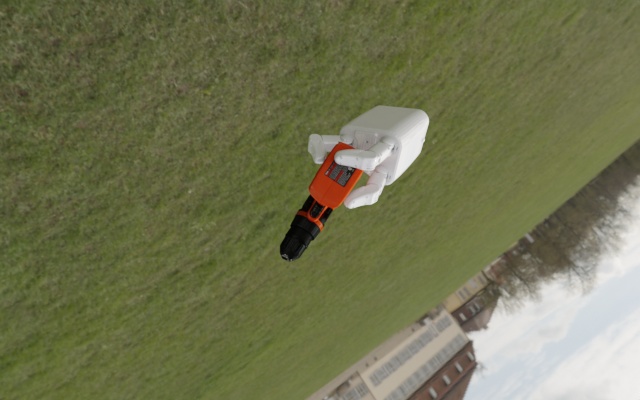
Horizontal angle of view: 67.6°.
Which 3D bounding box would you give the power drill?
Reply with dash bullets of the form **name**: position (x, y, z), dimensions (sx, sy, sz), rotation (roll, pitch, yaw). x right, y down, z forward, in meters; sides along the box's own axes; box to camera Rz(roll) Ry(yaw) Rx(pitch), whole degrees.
- **power drill**: position (0.000, 0.002, 0.764), dimensions (0.057, 0.184, 0.188), rotation (32, -24, -1)
